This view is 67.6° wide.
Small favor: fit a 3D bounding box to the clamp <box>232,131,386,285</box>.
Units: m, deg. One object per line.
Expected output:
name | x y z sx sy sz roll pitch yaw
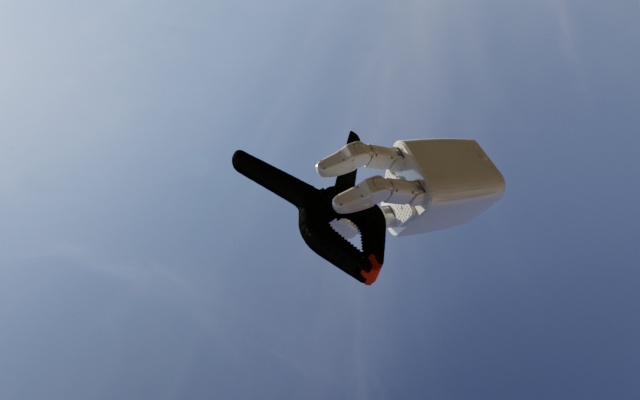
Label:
clamp | 0.000 0.003 0.523 0.164 0.209 0.036 -8 -40 -18
